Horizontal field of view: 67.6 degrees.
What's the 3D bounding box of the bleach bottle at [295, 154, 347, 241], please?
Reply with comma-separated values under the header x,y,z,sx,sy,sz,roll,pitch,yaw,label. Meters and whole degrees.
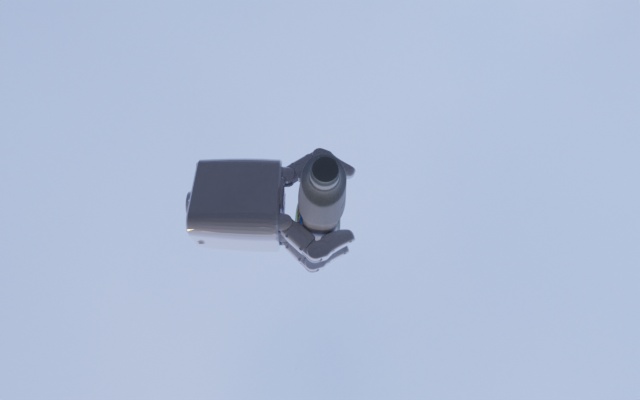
x,y,z,sx,sy,sz,roll,pitch,yaw,label
0.000,0.002,0.602,0.068,0.102,0.251,3,-19,-1,bleach bottle
